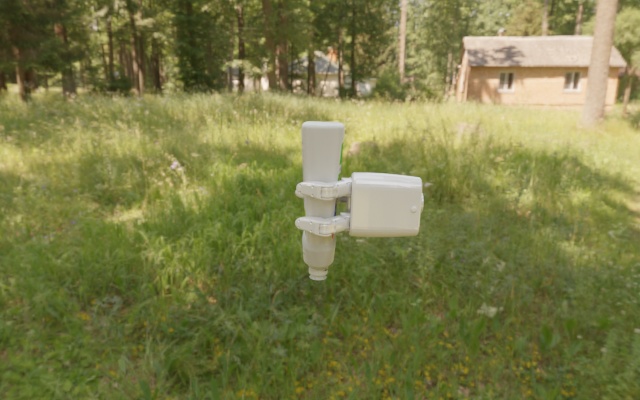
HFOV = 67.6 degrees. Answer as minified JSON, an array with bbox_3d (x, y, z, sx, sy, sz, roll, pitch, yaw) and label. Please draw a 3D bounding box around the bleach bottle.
[{"bbox_3d":[0.000,0.002,0.768,0.068,0.251,0.102,2,13,1],"label":"bleach bottle"}]
